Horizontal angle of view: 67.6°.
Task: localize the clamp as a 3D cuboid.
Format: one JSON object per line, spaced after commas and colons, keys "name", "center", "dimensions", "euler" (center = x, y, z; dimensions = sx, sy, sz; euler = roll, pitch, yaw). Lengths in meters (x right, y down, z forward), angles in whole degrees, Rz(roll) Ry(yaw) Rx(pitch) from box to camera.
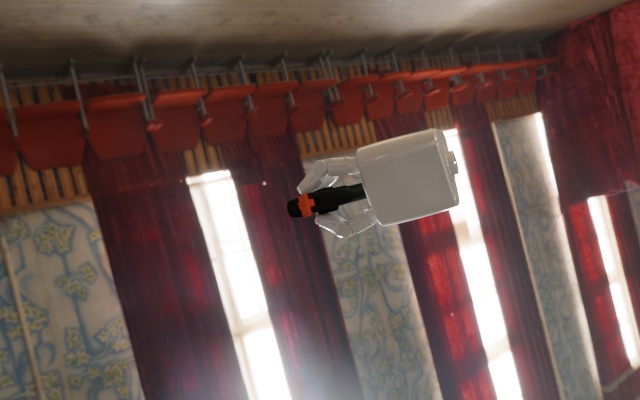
{"name": "clamp", "center": [0.000, 0.003, 0.696], "dimensions": [0.164, 0.036, 0.210], "euler": [-16, -1, 23]}
